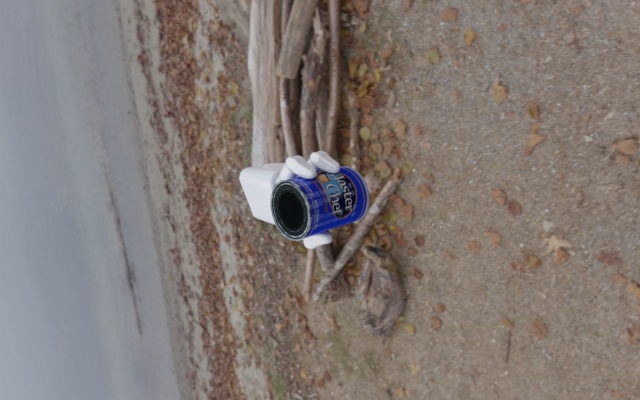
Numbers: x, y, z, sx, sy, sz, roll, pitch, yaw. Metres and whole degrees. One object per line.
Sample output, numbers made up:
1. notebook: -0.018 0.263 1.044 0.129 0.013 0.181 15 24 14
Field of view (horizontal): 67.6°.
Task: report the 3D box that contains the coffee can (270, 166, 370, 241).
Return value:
1. coffee can: 0.000 0.003 0.818 0.140 0.103 0.103 -16 10 -41
